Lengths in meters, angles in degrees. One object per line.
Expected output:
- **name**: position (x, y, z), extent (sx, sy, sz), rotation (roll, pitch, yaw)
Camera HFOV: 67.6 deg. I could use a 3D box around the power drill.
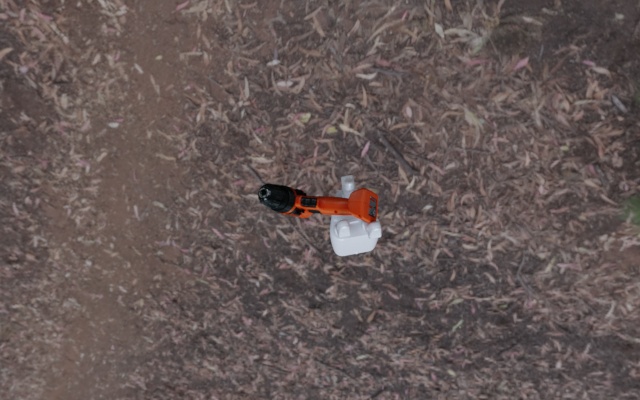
- **power drill**: position (0.001, 0.003, 0.867), extent (0.187, 0.057, 0.184), rotation (4, -5, 23)
